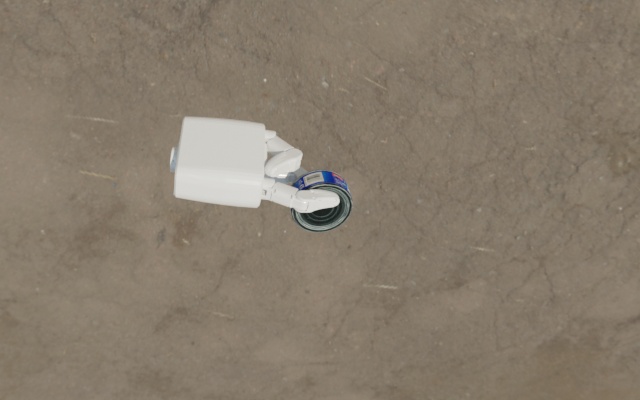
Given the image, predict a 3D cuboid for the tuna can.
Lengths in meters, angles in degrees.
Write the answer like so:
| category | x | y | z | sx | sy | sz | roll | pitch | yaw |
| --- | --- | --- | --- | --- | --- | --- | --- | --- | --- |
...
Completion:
| category | x | y | z | sx | sy | sz | roll | pitch | yaw |
| --- | --- | --- | --- | --- | --- | --- | --- | --- | --- |
| tuna can | 0.000 | 0.002 | 0.651 | 0.086 | 0.086 | 0.033 | 0 | 37 | -12 |
